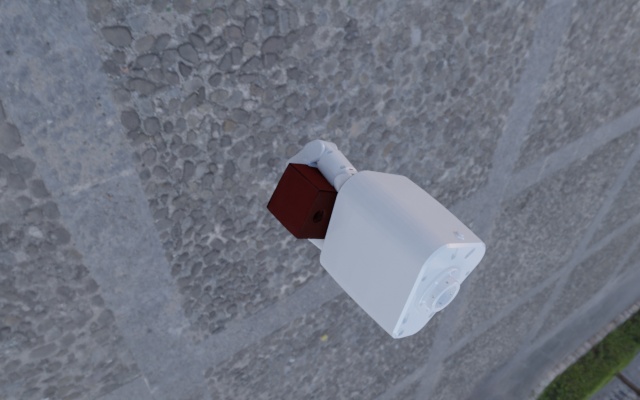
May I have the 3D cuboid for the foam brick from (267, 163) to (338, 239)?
[{"bbox_3d":[0.000,0.002,0.459,0.078,0.053,0.051,4,31,-46],"label":"foam brick"}]
